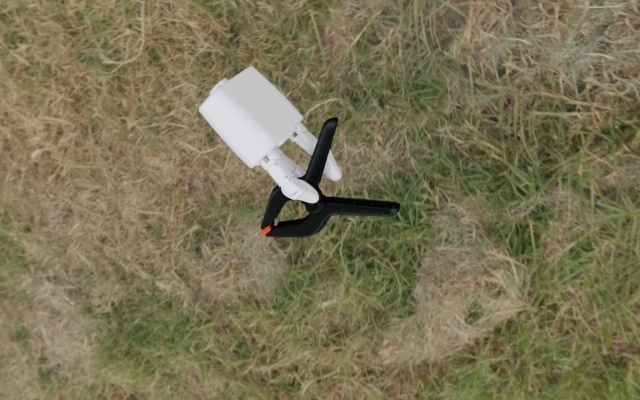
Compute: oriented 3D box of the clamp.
[{"bbox_3d":[-0.001,0.003,0.701,0.210,0.164,0.036,-39,8,25],"label":"clamp"}]
